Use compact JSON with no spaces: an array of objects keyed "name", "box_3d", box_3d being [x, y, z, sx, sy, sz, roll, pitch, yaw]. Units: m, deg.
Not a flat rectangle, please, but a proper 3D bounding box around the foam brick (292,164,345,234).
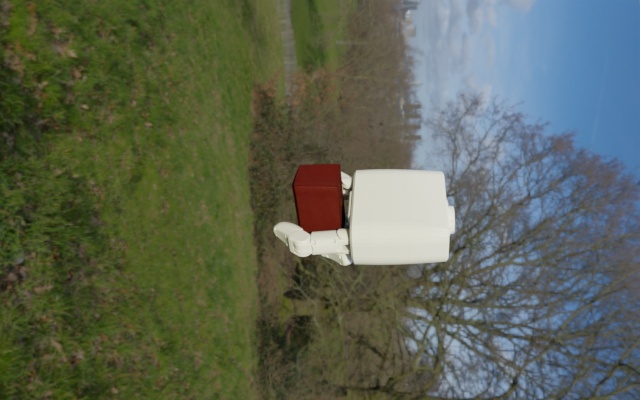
[{"name":"foam brick","box_3d":[0.000,0.002,0.562,0.051,0.078,0.053,-1,33,9]}]
